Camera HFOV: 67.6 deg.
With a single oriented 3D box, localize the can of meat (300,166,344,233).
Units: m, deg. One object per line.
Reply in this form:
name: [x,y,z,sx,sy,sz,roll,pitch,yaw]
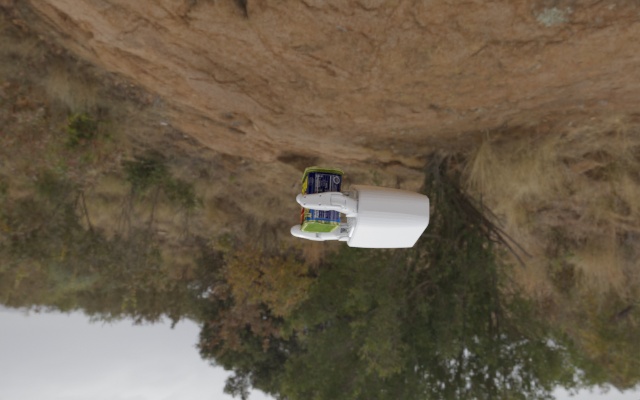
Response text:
can of meat: [0.000,0.003,0.726,0.057,0.084,0.102,4,-12,-7]
